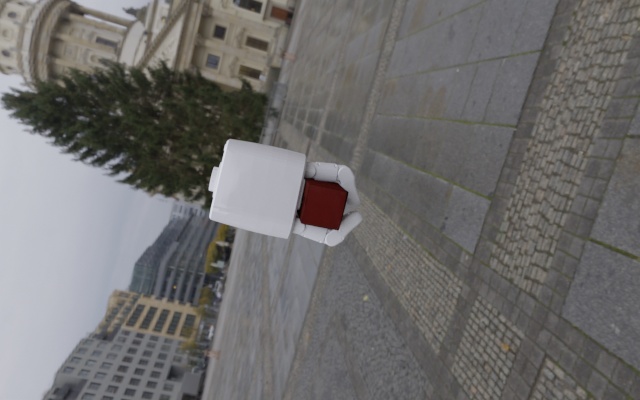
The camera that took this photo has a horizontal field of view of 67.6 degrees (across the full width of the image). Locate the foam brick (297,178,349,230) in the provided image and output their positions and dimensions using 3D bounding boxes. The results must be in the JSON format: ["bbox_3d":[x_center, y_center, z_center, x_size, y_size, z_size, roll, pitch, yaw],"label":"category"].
[{"bbox_3d":[0.000,0.002,0.626,0.051,0.053,0.078,12,8,-10],"label":"foam brick"}]
